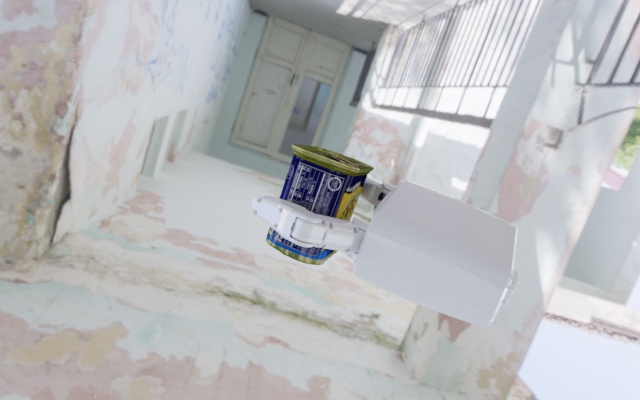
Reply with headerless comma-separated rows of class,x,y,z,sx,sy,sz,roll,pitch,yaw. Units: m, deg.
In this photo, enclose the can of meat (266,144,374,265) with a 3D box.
can of meat,0.000,0.002,0.409,0.057,0.084,0.102,21,10,13
